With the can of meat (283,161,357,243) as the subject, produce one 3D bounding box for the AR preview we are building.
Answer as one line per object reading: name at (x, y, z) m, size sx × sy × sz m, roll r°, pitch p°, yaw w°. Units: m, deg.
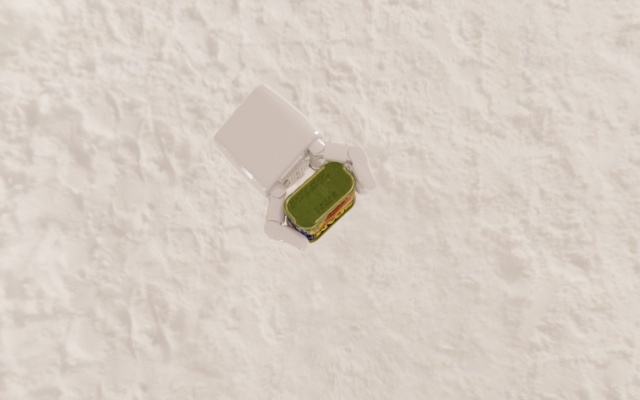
can of meat at (0.000, 0.002, 0.624) m, size 0.102 × 0.057 × 0.084 m, roll -42°, pitch -11°, yaw -9°
